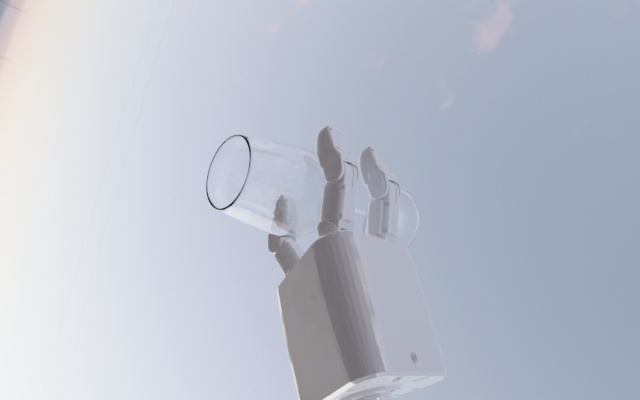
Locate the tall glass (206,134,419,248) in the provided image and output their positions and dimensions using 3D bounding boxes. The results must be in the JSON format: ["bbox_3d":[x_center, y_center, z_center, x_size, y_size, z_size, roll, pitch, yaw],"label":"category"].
[{"bbox_3d":[0.000,0.001,0.433,0.201,0.079,0.079,18,-12,-40],"label":"tall glass"}]
